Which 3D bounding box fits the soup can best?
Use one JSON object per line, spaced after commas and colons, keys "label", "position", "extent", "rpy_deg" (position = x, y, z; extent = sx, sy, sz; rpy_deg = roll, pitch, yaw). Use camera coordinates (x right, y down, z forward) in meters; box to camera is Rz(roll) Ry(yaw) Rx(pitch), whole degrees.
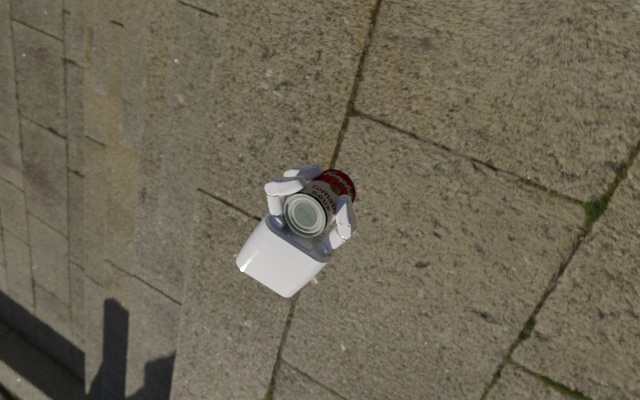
{"label": "soup can", "position": [0.000, 0.002, 0.683], "extent": [0.068, 0.068, 0.102], "rpy_deg": [0, 21, 28]}
